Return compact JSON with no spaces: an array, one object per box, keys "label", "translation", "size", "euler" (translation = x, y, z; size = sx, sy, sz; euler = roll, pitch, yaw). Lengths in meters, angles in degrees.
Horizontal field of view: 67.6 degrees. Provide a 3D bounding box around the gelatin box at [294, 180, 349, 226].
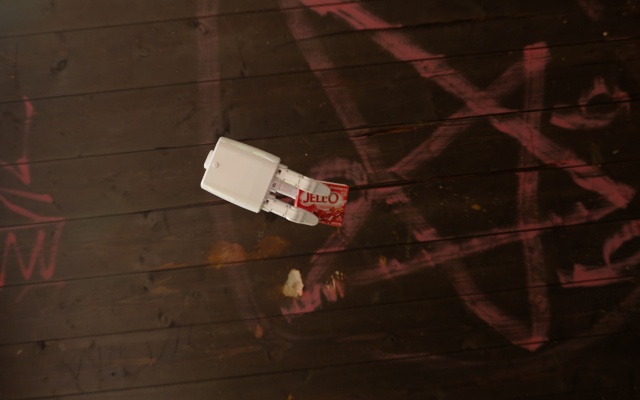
[{"label":"gelatin box","translation":[0.000,0.003,0.843],"size":[0.089,0.073,0.030],"euler":[9,7,-10]}]
